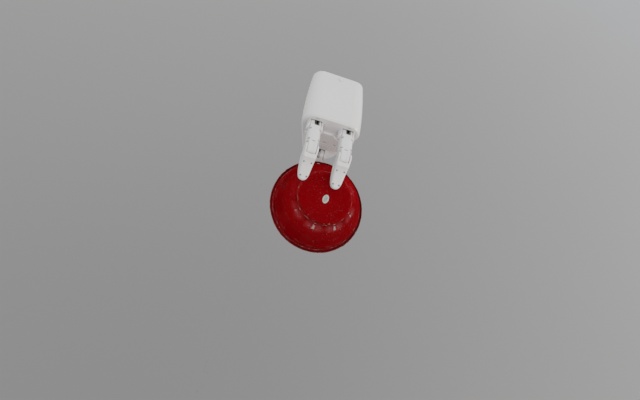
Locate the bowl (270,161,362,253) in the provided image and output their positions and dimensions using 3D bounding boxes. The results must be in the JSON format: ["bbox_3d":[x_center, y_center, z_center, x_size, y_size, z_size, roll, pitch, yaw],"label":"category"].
[{"bbox_3d":[0.000,0.004,0.786,0.162,0.162,0.055,0,-15,-15],"label":"bowl"}]
